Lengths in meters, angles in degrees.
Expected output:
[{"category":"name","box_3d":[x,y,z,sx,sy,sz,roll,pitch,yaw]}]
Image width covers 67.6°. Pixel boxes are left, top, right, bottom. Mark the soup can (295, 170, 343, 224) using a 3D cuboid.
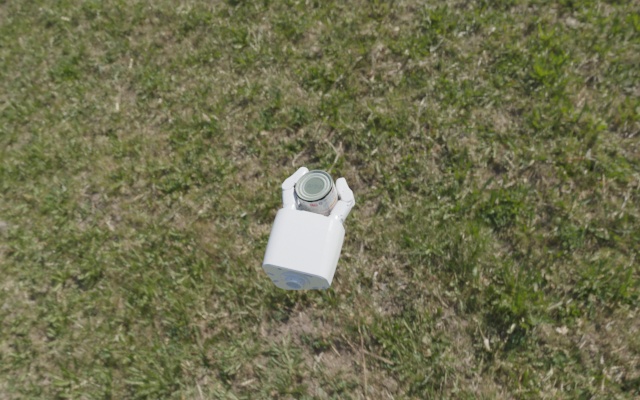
[{"category":"soup can","box_3d":[0.000,0.002,0.842,0.068,0.068,0.102,0,-35,17]}]
